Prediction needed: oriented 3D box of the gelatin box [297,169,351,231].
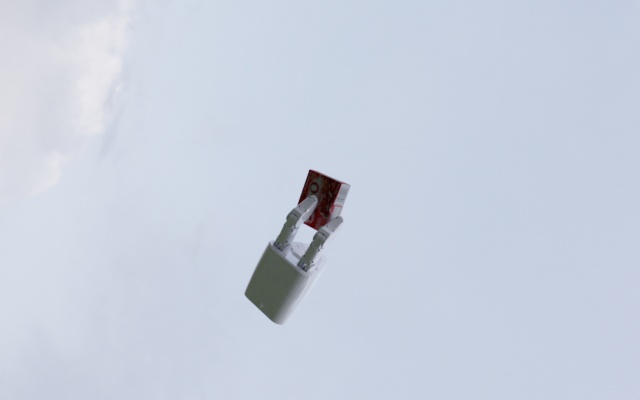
[{"bbox_3d":[0.001,0.002,0.778,0.073,0.089,0.030,25,9,37],"label":"gelatin box"}]
